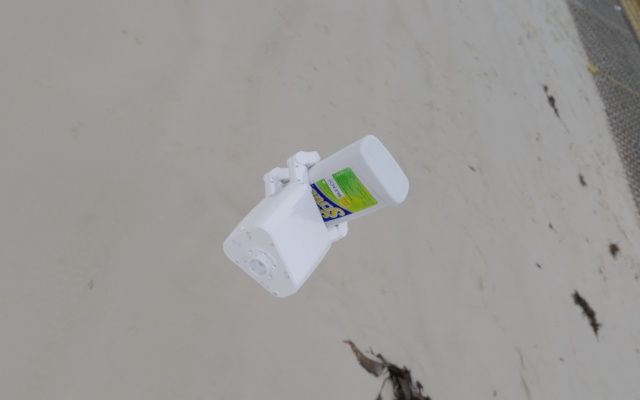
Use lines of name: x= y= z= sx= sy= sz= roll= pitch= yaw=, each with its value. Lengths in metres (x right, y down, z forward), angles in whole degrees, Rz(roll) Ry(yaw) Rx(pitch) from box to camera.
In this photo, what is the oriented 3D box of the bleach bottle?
bleach bottle: x=0.000 y=0.002 z=0.709 sx=0.251 sy=0.102 sz=0.068 roll=-29 pitch=16 yaw=38
